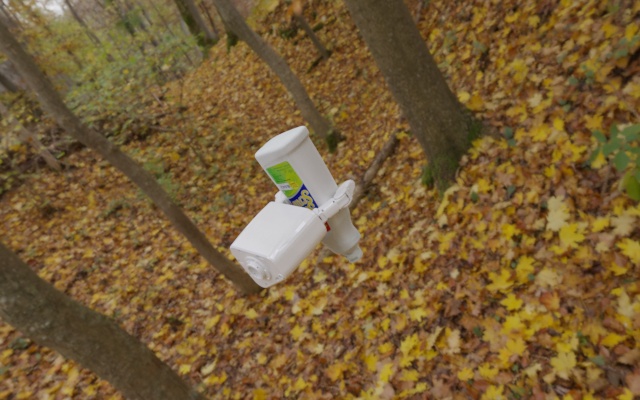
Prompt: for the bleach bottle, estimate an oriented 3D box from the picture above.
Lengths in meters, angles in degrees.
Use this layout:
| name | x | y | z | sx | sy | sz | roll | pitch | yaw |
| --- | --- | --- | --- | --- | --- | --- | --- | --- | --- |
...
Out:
| name | x | y | z | sx | sy | sz | roll | pitch | yaw |
| --- | --- | --- | --- | --- | --- | --- | --- | --- | --- |
| bleach bottle | 0.000 | 0.003 | 0.794 | 0.102 | 0.251 | 0.068 | -10 | 31 | 50 |
